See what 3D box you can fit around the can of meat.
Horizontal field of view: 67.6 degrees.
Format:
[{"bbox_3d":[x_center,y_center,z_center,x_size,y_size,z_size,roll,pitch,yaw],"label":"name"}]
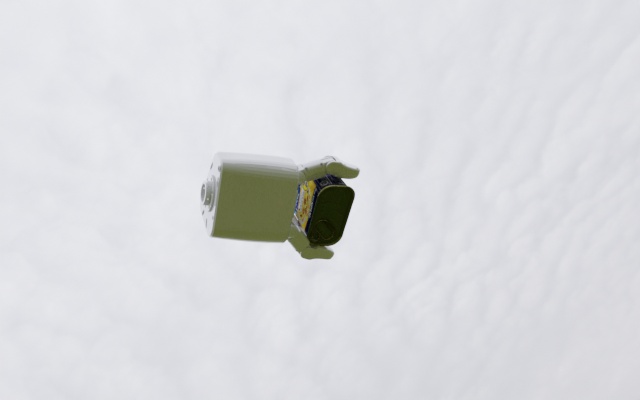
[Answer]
[{"bbox_3d":[0.000,0.002,0.704,0.057,0.102,0.084,1,31,-25],"label":"can of meat"}]
